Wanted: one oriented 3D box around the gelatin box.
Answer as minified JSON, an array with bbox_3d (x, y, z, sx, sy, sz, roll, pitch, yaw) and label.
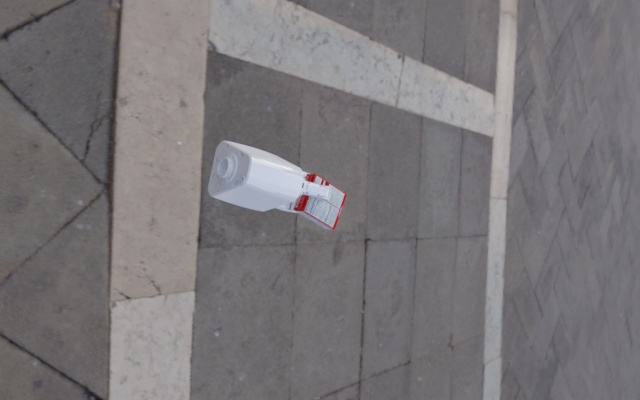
[{"bbox_3d":[0.001,0.003,0.862,0.089,0.073,0.030,32,-20,-37],"label":"gelatin box"}]
